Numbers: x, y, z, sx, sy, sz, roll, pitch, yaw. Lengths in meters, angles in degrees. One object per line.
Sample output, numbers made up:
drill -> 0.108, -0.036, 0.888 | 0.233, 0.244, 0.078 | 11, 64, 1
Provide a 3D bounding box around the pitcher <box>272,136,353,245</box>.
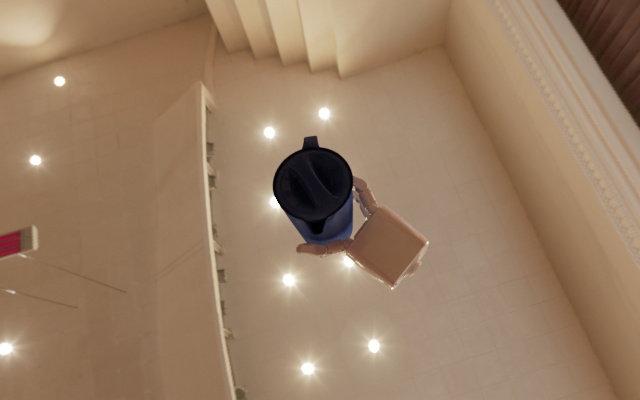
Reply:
pitcher -> 0.000, 0.003, 0.887 | 0.145, 0.149, 0.243 | 36, -13, 18
